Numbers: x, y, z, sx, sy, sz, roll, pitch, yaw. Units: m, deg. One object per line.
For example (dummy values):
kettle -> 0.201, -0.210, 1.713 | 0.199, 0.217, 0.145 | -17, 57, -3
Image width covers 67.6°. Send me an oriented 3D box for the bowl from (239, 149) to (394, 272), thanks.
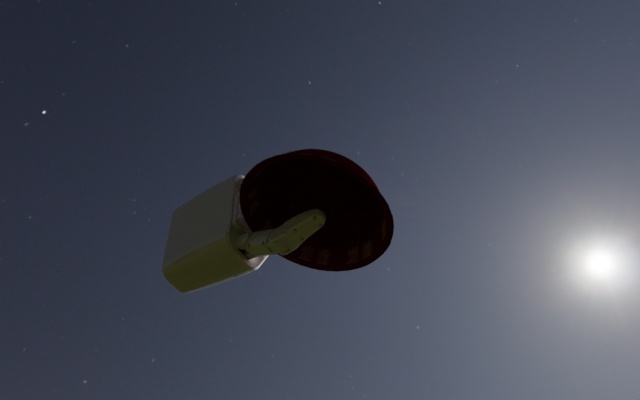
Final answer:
bowl -> 0.001, 0.001, 0.501 | 0.162, 0.162, 0.055 | 0, 41, 21
